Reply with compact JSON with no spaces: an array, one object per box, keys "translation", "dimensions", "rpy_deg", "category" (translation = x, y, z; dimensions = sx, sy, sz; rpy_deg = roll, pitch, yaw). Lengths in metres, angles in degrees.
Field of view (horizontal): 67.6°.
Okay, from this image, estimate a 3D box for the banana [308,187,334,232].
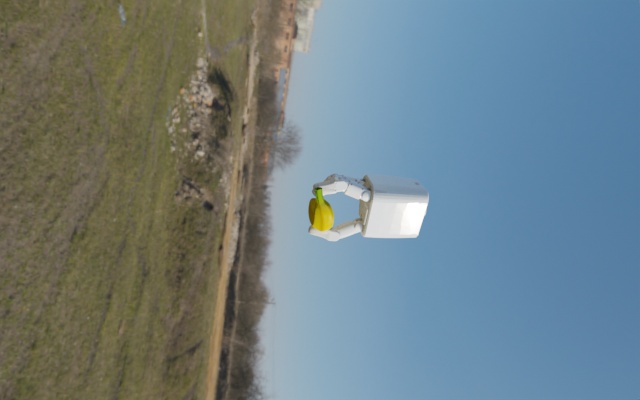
[{"translation":[0.001,0.021,0.847],"dimensions":[0.037,0.069,0.198],"rpy_deg":[-1,-5,-5],"category":"banana"}]
